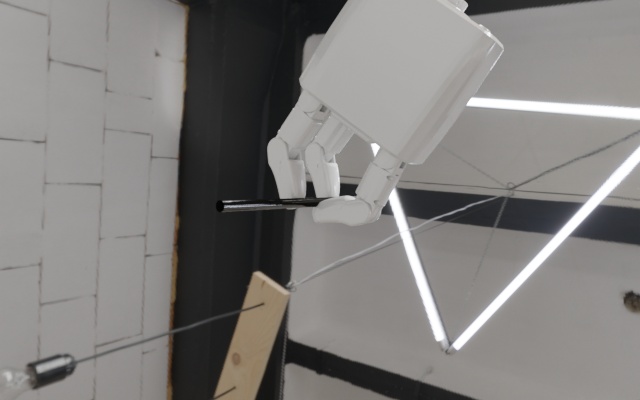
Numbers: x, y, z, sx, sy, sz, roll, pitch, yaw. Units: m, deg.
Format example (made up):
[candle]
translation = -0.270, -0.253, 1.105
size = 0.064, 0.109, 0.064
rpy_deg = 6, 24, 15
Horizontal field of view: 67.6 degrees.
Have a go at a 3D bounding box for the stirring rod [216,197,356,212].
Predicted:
[stirring rod]
translation = 0.000, 0.001, 0.416
size = 0.011, 0.011, 0.239
rpy_deg = 0, 1, 34
